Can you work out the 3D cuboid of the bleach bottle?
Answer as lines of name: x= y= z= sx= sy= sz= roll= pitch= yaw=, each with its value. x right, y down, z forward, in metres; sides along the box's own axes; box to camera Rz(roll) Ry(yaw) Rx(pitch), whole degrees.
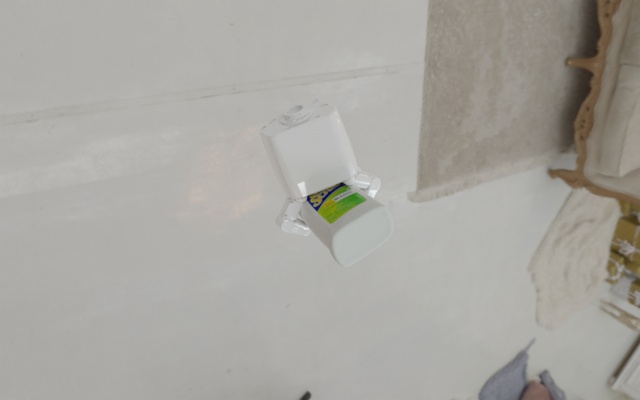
bleach bottle: x=0.000 y=0.002 z=0.741 sx=0.102 sy=0.068 sz=0.250 roll=-31 pitch=35 yaw=-16
